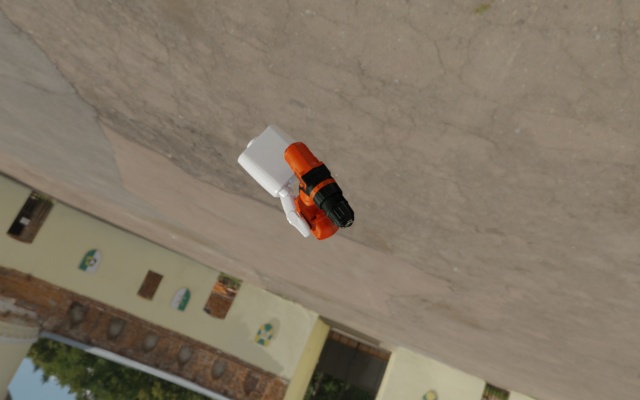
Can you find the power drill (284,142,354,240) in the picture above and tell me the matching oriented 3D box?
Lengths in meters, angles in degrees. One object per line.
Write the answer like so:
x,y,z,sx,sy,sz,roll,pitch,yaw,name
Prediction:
0.000,0.003,0.883,0.057,0.184,0.188,-28,-24,-14,power drill
